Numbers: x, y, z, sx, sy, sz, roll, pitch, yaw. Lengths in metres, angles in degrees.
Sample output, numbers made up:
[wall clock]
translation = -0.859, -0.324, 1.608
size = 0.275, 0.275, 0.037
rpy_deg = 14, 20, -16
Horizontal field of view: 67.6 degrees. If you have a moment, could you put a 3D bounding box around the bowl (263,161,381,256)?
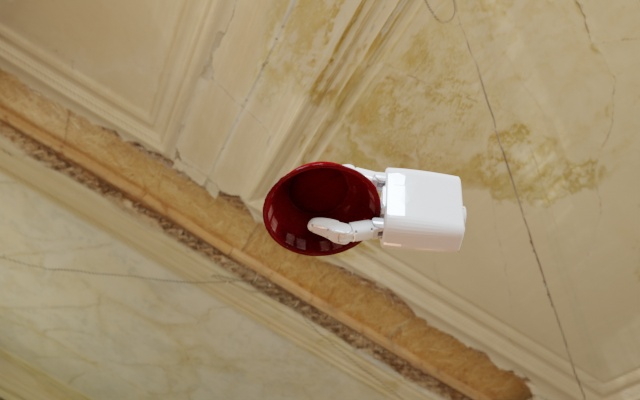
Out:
[bowl]
translation = -0.001, 0.002, 0.666
size = 0.162, 0.162, 0.055
rpy_deg = 0, 38, -7
